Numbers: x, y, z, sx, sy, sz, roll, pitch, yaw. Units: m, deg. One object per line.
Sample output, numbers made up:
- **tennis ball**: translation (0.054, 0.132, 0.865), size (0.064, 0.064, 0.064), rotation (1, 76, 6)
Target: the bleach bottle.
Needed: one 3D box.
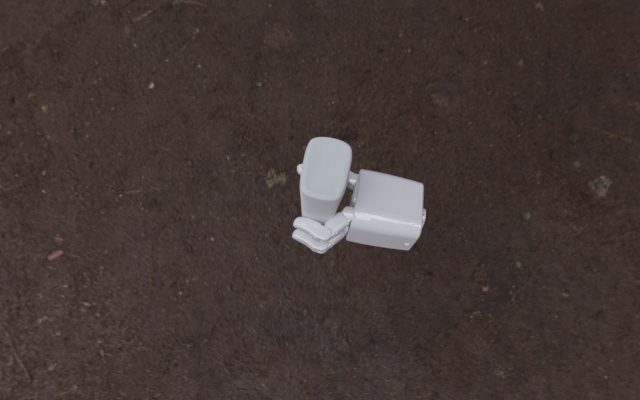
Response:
- **bleach bottle**: translation (0.000, 0.003, 0.779), size (0.068, 0.102, 0.251), rotation (12, -23, 1)
